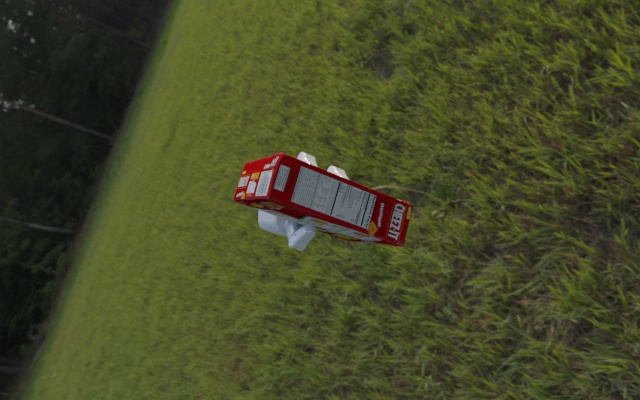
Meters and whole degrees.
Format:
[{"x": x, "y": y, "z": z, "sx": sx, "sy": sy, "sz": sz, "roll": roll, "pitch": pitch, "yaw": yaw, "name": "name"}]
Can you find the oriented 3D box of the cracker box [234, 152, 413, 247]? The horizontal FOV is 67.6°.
[{"x": 0.000, "y": 0.002, "z": 0.700, "sx": 0.214, "sy": 0.072, "sz": 0.164, "roll": 20, "pitch": -9, "yaw": -23, "name": "cracker box"}]
